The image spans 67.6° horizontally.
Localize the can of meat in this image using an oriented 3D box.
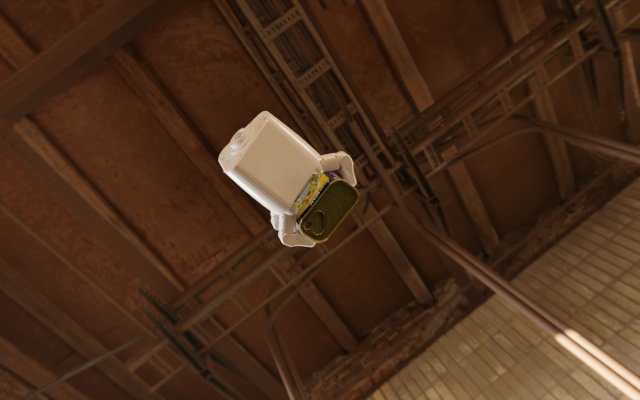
[{"bbox_3d":[0.000,0.002,0.743,0.057,0.102,0.084,36,5,-29],"label":"can of meat"}]
